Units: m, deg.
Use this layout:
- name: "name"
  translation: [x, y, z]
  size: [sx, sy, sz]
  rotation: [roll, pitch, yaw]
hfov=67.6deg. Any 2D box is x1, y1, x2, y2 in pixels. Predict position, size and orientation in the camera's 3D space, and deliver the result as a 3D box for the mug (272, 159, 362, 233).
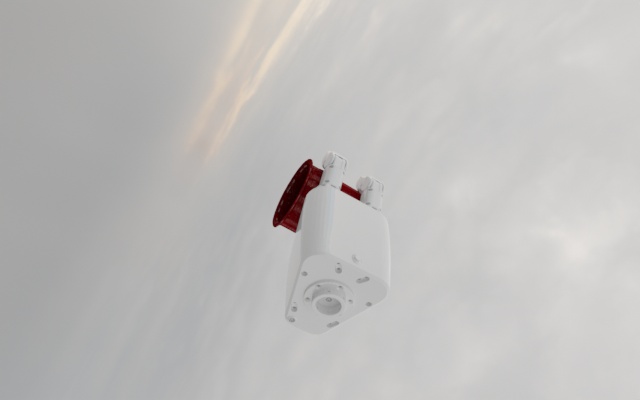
- name: "mug"
  translation: [0.000, 0.001, 0.593]
  size: [0.081, 0.093, 0.117]
  rotation: [29, 33, -15]
